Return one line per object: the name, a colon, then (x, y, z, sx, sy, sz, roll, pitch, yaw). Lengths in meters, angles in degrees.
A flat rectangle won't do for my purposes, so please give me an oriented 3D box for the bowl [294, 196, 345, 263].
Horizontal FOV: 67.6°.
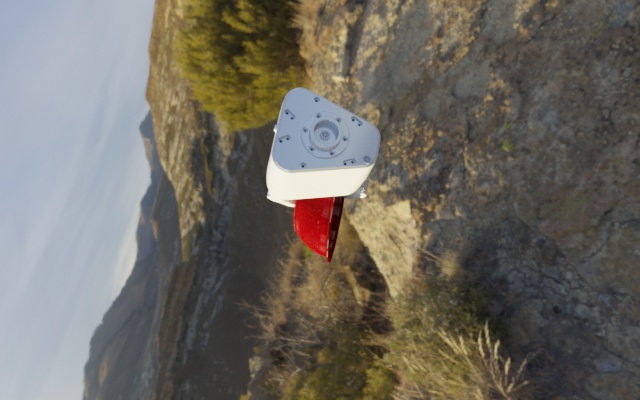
bowl: (0.000, 0.003, 0.662, 0.055, 0.162, 0.162, 9, 1, 7)
